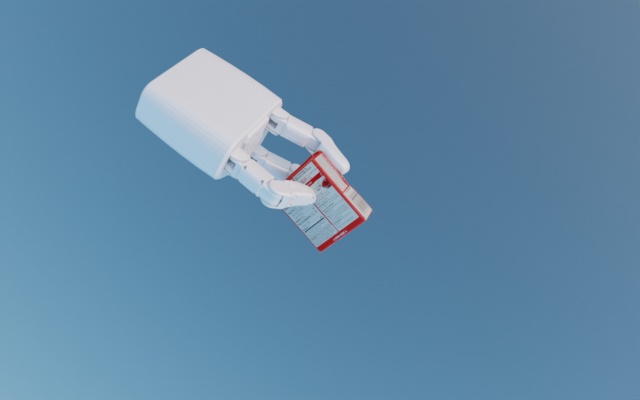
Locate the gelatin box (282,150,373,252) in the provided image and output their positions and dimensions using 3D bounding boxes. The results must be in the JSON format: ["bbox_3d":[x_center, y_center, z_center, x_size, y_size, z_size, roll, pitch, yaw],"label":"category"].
[{"bbox_3d":[0.000,0.002,0.519,0.073,0.089,0.030,-39,4,33],"label":"gelatin box"}]
